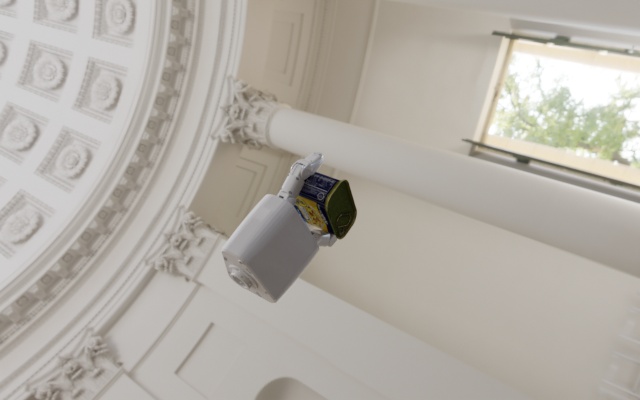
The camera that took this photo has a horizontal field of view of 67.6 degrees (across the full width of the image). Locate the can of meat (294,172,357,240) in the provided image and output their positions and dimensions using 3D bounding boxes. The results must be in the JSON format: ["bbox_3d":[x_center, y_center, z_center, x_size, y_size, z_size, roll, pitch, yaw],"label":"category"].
[{"bbox_3d":[0.000,0.002,0.723,0.084,0.057,0.102,21,-29,30],"label":"can of meat"}]
